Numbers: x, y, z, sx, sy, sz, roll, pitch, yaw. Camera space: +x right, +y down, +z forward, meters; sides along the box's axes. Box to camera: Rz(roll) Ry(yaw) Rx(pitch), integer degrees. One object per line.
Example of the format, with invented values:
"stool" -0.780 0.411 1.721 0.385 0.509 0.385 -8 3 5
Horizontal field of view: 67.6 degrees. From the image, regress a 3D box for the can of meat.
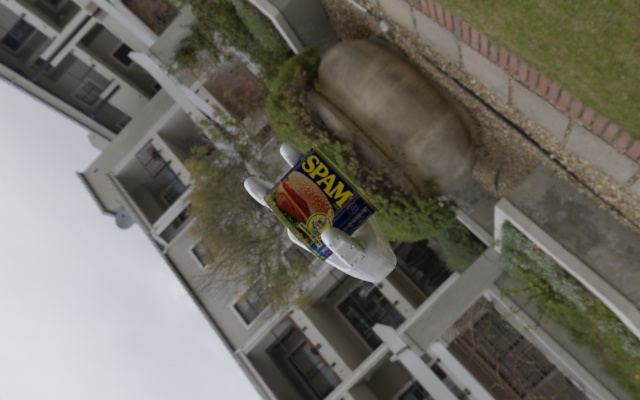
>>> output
"can of meat" 0.000 0.002 0.513 0.102 0.084 0.057 47 5 27
